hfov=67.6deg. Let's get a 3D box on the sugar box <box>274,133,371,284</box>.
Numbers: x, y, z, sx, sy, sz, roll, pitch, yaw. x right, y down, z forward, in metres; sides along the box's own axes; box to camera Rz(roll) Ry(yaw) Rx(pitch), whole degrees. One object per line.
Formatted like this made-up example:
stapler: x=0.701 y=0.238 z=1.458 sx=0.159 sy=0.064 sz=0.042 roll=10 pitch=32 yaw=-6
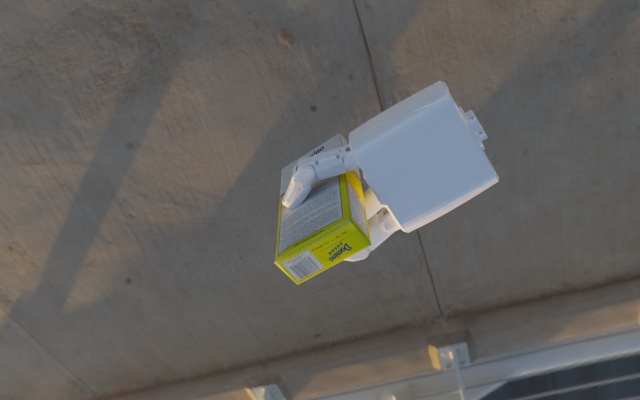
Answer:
sugar box: x=0.001 y=0.002 z=0.533 sx=0.093 sy=0.048 sz=0.176 roll=-30 pitch=28 yaw=19
